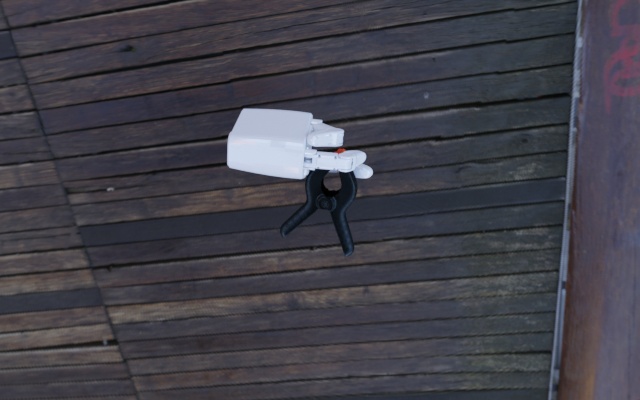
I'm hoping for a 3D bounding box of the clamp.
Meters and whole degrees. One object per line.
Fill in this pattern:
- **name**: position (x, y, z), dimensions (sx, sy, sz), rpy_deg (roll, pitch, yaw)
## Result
- **clamp**: position (0.000, 0.002, 0.729), dimensions (0.120, 0.171, 0.039), rpy_deg (6, 22, 2)
